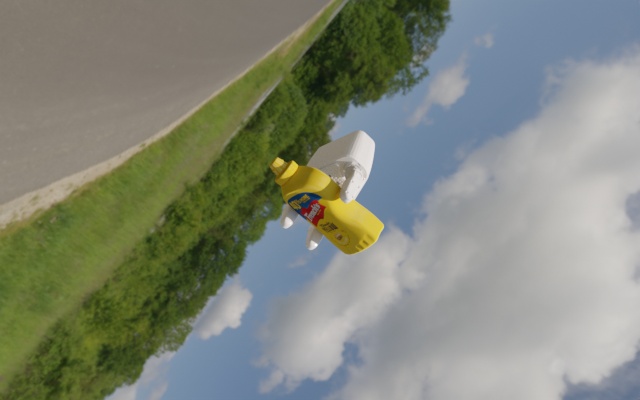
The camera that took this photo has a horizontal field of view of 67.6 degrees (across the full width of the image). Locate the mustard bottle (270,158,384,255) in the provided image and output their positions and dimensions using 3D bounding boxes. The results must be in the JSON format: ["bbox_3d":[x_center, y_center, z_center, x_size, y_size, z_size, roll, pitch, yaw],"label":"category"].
[{"bbox_3d":[0.000,0.003,0.732,0.192,0.058,0.096,41,-32,-13],"label":"mustard bottle"}]
